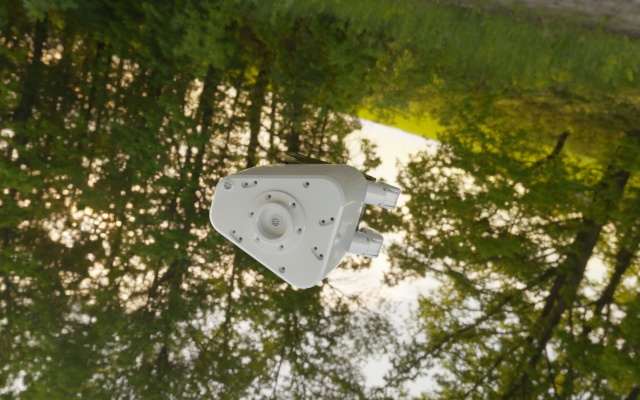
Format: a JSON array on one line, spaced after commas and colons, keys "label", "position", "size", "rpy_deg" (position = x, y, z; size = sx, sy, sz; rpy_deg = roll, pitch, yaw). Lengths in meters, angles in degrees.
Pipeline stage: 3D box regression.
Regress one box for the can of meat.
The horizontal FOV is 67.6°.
[{"label": "can of meat", "position": [0.000, 0.002, 0.521], "size": [0.102, 0.084, 0.057], "rpy_deg": [17, 10, 7]}]
